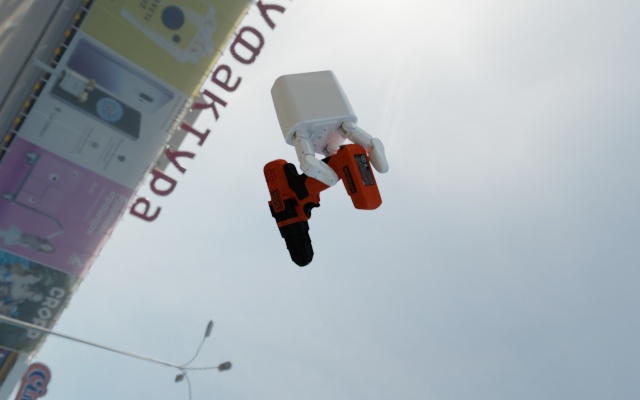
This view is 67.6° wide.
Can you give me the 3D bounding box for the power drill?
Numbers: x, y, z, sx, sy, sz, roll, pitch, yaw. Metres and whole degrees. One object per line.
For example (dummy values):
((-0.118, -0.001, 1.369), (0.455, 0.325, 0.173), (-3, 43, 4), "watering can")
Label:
((0.000, 0.002, 0.757), (0.188, 0.184, 0.057), (-19, -2, 33), "power drill")
